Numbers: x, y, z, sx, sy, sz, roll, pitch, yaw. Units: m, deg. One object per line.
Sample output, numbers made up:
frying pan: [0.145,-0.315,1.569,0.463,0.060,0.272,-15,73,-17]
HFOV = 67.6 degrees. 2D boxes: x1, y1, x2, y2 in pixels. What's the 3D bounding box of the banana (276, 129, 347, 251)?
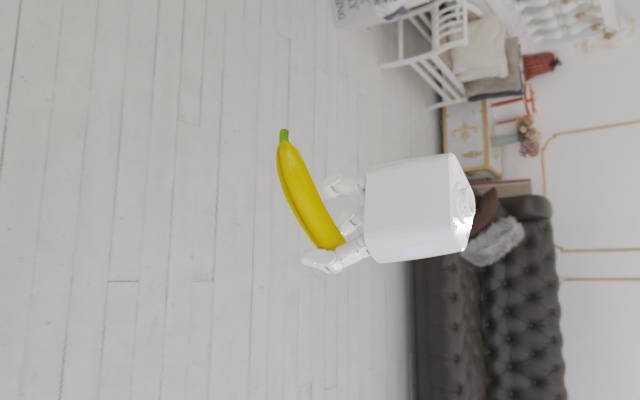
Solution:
banana: [-0.008,0.007,0.593,0.037,0.198,0.069,-16,18,29]
